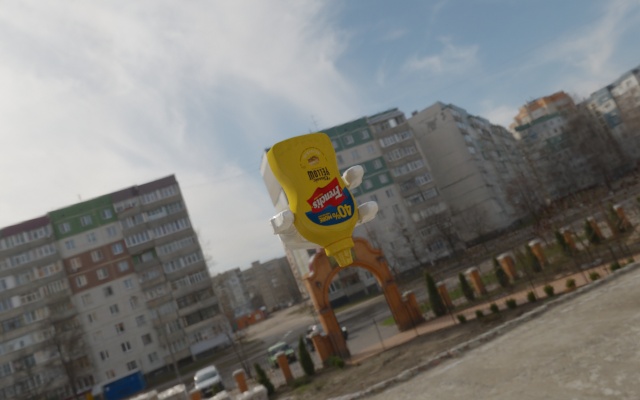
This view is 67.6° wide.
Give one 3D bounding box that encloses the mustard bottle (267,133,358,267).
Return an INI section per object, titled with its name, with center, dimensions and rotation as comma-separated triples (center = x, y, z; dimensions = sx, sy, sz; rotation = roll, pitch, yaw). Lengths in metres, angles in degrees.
[mustard bottle]
center = 0.000, 0.002, 0.675
dimensions = 0.096, 0.191, 0.058
rotation = -16, -12, -31
